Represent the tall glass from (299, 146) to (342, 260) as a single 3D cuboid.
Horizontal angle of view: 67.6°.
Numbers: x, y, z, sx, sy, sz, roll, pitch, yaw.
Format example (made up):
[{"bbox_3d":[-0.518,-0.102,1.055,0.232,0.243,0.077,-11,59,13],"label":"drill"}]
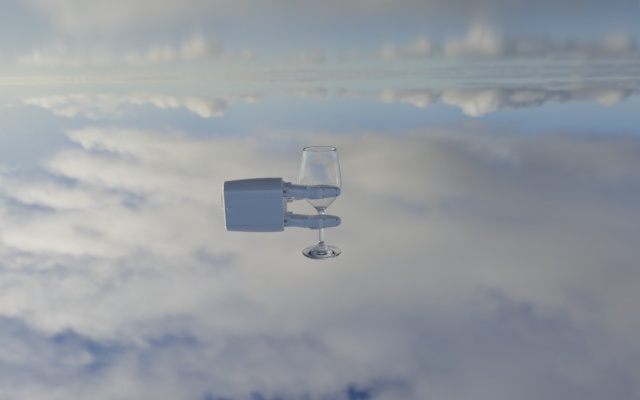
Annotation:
[{"bbox_3d":[0.000,0.004,0.885,0.079,0.201,0.079,-1,15,0],"label":"tall glass"}]
